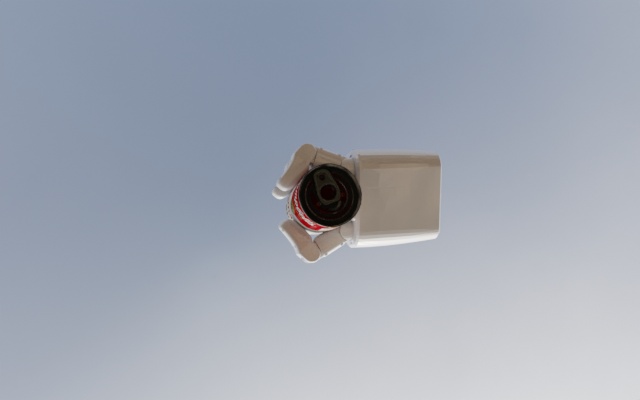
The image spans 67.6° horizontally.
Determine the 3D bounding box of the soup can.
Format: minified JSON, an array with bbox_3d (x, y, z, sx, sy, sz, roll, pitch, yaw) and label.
[{"bbox_3d":[0.000,0.002,0.543,0.068,0.068,0.102,0,-9,-12],"label":"soup can"}]
